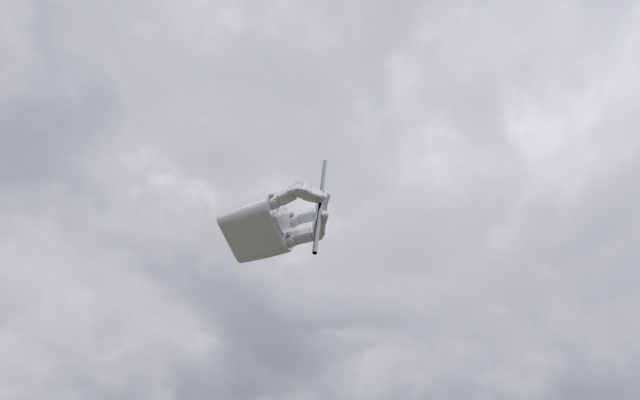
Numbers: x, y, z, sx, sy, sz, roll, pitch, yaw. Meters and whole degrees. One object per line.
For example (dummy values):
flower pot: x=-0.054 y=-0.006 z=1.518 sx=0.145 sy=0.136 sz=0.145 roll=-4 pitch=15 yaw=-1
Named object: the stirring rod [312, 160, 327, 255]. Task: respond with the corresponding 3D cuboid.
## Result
stirring rod: x=0.000 y=0.003 z=0.814 sx=0.011 sy=0.011 sz=0.239 roll=0 pitch=40 yaw=6
